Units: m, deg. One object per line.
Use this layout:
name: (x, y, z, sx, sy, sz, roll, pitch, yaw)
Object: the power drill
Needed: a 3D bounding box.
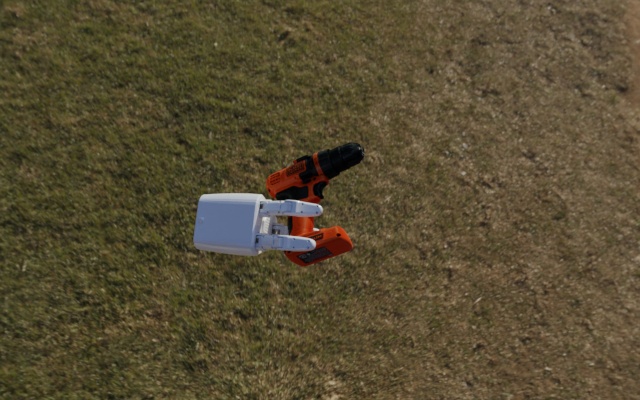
power drill: (0.000, 0.003, 0.788, 0.184, 0.187, 0.057, -23, -37, 19)
